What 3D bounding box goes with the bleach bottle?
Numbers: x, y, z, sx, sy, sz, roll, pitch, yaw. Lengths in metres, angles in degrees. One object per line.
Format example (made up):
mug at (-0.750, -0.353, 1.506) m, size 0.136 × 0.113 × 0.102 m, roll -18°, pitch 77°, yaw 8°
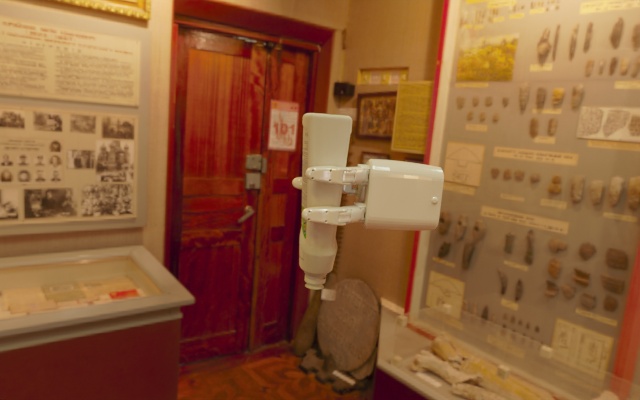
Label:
bleach bottle at (0.000, 0.002, 0.695) m, size 0.068 × 0.251 × 0.102 m, roll 4°, pitch 9°, yaw -6°
